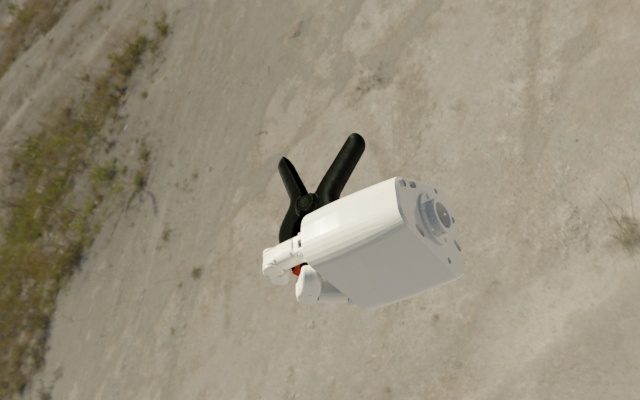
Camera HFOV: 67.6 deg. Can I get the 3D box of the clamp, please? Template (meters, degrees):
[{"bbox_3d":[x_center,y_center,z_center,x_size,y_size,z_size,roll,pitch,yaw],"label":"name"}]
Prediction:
[{"bbox_3d":[0.000,0.002,0.528,0.120,0.171,0.039,-27,-39,33],"label":"clamp"}]
